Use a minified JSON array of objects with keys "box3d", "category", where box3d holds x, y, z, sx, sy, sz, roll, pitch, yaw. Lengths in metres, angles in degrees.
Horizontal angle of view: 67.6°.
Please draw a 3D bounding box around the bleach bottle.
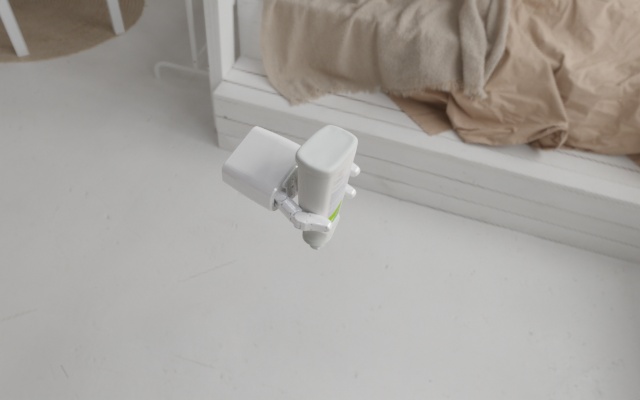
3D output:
[{"box3d":[0.000,0.002,0.779,0.068,0.251,0.102,29,52,17],"category":"bleach bottle"}]
